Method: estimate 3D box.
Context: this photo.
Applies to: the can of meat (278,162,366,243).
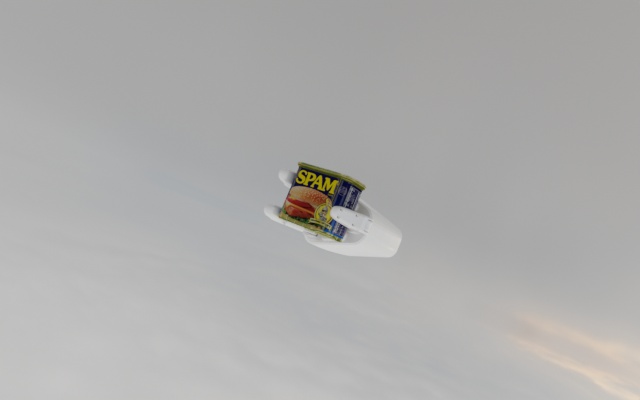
[{"bbox_3d":[0.000,0.002,0.656,0.102,0.084,0.057,19,-5,36],"label":"can of meat"}]
